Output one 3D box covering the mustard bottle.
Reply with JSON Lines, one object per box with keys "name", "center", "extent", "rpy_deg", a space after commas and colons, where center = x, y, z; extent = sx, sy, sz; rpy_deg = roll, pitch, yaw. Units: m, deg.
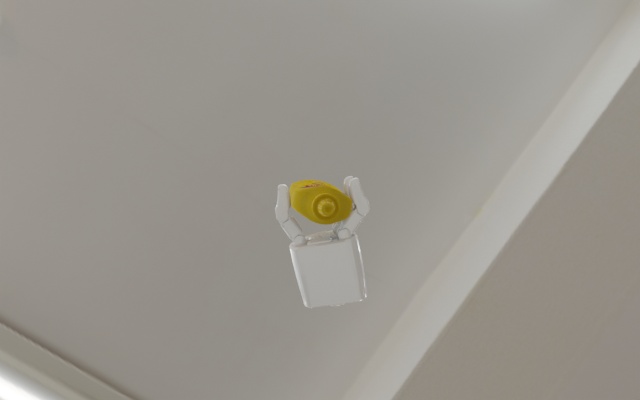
{"name": "mustard bottle", "center": [0.000, 0.002, 0.768], "extent": [0.096, 0.058, 0.191], "rpy_deg": [12, 6, -7]}
